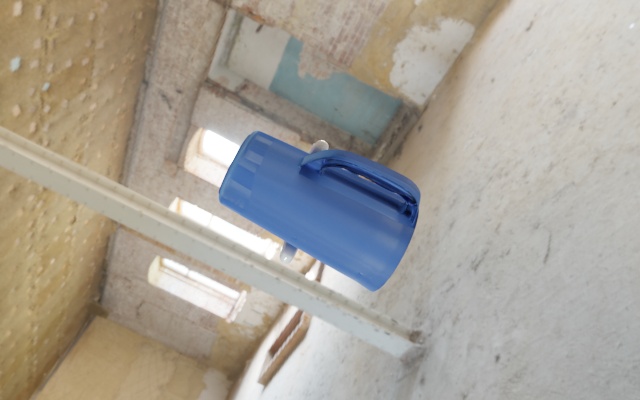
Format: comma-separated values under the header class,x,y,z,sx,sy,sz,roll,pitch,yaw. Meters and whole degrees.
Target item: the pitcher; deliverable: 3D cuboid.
class,x,y,z,sx,sy,sz,roll,pitch,yaw
pitcher,0.000,0.002,0.621,0.243,0.149,0.145,27,1,-5
